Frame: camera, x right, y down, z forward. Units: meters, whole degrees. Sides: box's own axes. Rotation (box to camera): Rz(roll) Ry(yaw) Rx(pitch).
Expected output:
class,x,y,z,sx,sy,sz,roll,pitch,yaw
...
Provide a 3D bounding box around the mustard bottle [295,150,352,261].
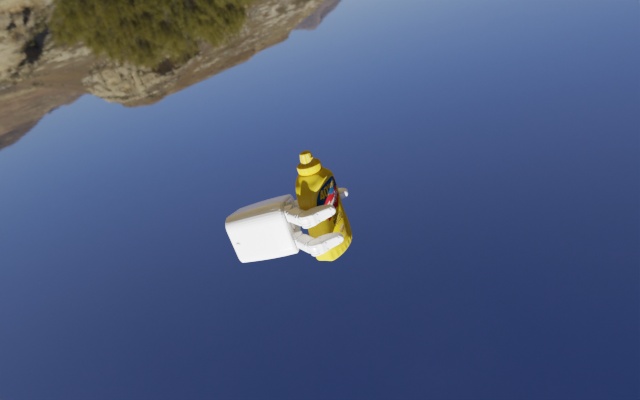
class,x,y,z,sx,sy,sz,roll,pitch,yaw
mustard bottle,0.001,0.003,0.828,0.058,0.192,0.096,-1,31,32
